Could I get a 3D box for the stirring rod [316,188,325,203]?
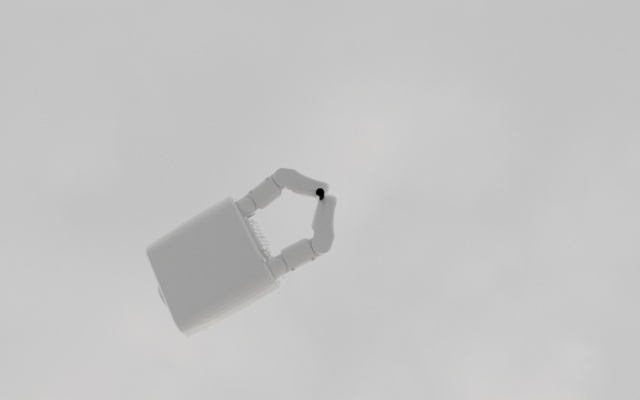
[{"bbox_3d":[0.000,0.002,0.552,0.011,0.011,0.239,0,-4,0],"label":"stirring rod"}]
